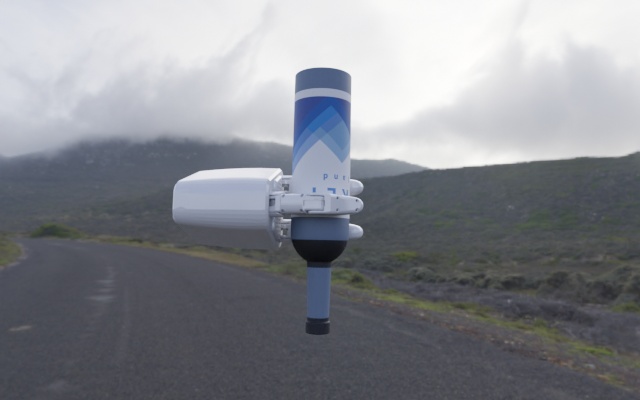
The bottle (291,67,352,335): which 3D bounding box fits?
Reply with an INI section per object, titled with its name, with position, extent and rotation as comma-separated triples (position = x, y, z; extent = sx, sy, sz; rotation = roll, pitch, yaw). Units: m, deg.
[bottle]
position = 0.000, 0.002, 0.548
extent = 0.069, 0.295, 0.069
rotation = 1, -5, 0
